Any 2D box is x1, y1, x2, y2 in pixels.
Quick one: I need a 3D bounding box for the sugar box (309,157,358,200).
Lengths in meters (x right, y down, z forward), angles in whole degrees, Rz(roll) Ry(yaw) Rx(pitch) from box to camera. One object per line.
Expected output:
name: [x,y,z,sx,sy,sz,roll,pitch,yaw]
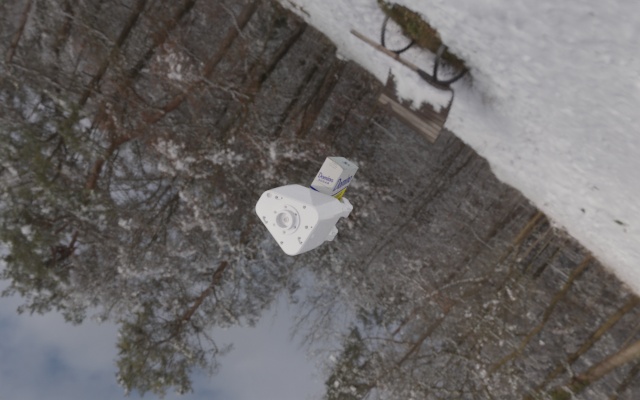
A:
sugar box: [0.000,0.003,0.892,0.048,0.176,0.093,37,16,14]
